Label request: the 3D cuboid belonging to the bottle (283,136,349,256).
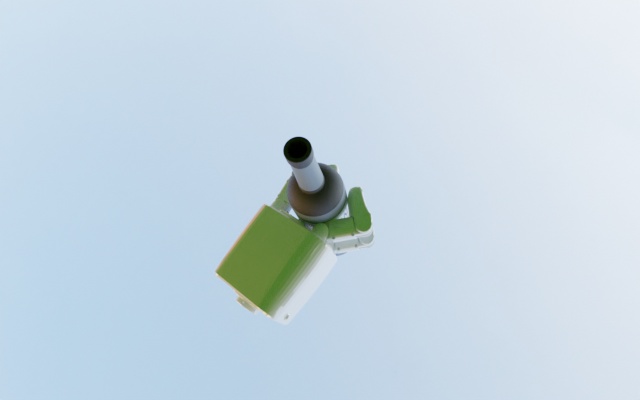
[{"bbox_3d":[0.000,0.002,0.577,0.069,0.069,0.296,0,-20,9],"label":"bottle"}]
